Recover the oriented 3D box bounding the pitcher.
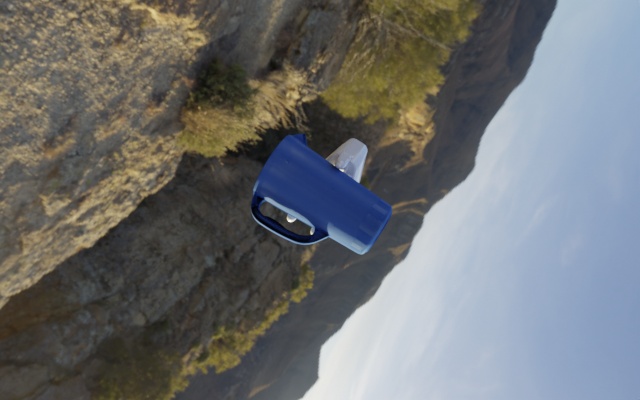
[{"bbox_3d":[0.000,0.003,0.886,0.243,0.149,0.145,33,32,3],"label":"pitcher"}]
